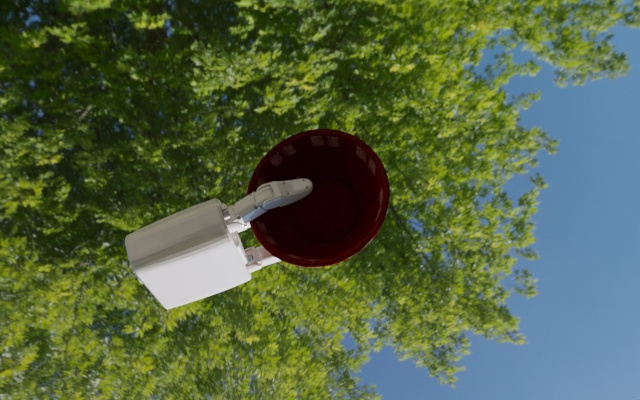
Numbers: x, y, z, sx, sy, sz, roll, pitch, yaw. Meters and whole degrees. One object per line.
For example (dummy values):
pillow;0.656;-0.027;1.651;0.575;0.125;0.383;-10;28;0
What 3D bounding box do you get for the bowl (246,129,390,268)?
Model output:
bowl;0.001;0.002;0.546;0.162;0.162;0.055;0;-19;13
